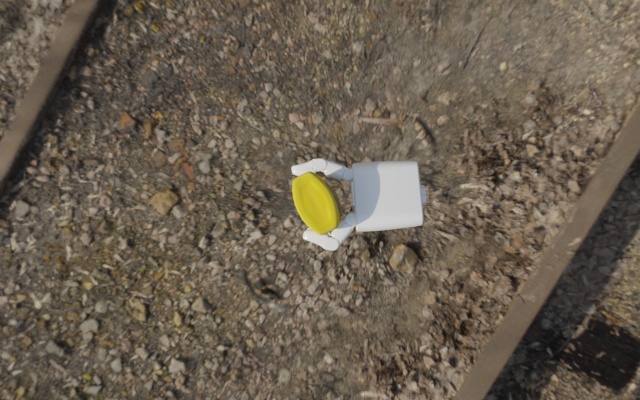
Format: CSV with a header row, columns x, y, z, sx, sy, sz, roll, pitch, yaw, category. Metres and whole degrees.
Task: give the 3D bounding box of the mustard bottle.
x,y,z,sx,sy,sz,roll,pitch,yaw,category
0.000,0.003,0.797,0.058,0.096,0.191,-29,-1,5,mustard bottle
